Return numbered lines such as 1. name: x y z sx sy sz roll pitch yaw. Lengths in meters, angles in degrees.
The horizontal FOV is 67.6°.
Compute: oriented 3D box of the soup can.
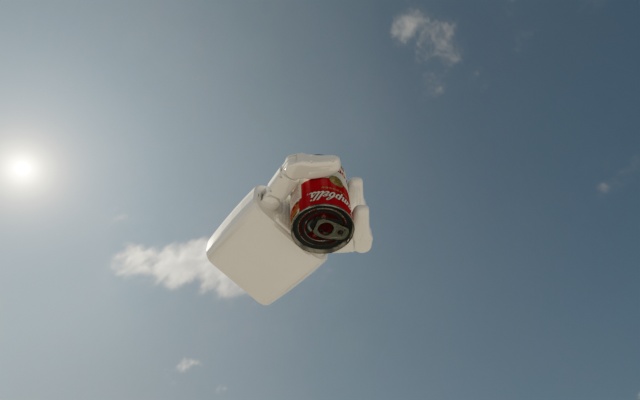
1. soup can: 0.000 0.001 0.542 0.068 0.069 0.102 0 37 -3
